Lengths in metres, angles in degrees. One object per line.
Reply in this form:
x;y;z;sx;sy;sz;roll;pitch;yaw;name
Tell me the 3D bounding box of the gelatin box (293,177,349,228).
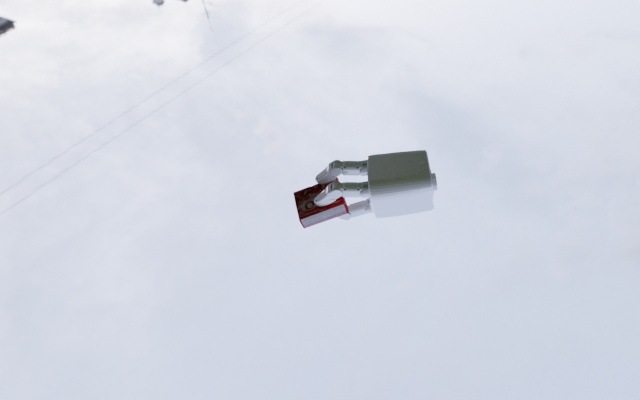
0.000;0.003;0.866;0.089;0.073;0.030;-20;-45;5;gelatin box
